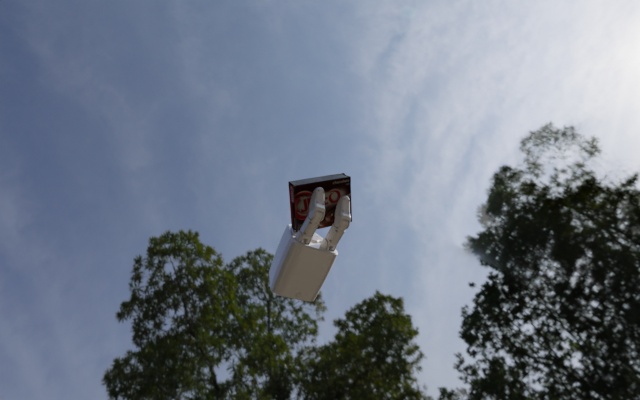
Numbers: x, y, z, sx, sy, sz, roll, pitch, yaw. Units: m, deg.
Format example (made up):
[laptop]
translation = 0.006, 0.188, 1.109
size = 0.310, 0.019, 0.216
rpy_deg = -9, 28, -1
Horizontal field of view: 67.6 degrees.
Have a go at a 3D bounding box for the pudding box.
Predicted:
[pudding box]
translation = 0.000, 0.003, 0.873
size = 0.113, 0.090, 0.039
rpy_deg = -12, 23, -21
